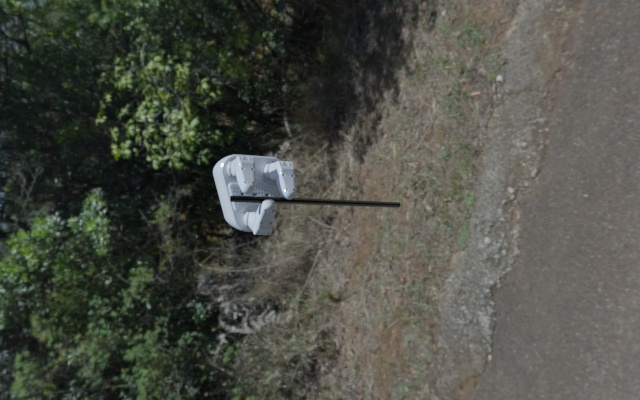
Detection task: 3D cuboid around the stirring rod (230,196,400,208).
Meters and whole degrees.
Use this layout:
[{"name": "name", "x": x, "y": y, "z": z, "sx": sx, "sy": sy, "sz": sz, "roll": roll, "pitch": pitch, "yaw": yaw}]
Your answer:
[{"name": "stirring rod", "x": 0.000, "y": 0.002, "z": 0.640, "sx": 0.239, "sy": 0.011, "sz": 0.011, "roll": 2, "pitch": -1, "yaw": -21}]
